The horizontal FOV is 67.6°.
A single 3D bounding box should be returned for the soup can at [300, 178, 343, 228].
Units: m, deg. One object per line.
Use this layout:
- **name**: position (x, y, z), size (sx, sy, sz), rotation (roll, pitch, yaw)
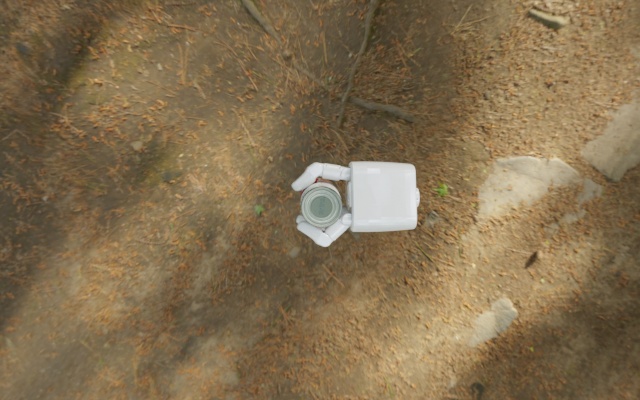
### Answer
- **soup can**: position (0.000, 0.003, 0.794), size (0.068, 0.068, 0.102), rotation (0, 10, -2)
